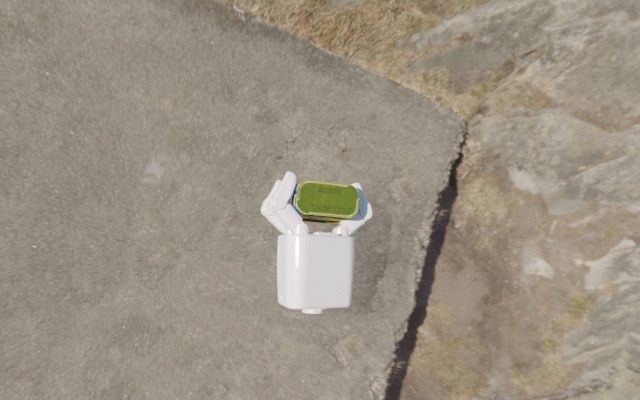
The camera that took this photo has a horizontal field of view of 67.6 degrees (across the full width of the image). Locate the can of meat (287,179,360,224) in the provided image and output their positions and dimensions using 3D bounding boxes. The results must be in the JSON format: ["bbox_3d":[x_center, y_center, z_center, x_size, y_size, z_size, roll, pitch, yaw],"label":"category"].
[{"bbox_3d":[0.000,0.002,0.727,0.102,0.057,0.084,6,-7,-16],"label":"can of meat"}]
